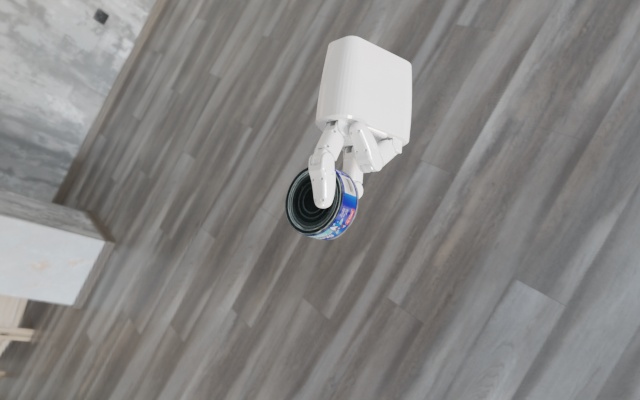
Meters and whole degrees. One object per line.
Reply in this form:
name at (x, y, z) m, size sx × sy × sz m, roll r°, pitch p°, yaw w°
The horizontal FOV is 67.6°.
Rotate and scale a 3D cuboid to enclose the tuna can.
tuna can at (0.000, 0.002, 0.555) m, size 0.086 × 0.086 × 0.034 m, roll 0°, pitch -12°, yaw 39°
